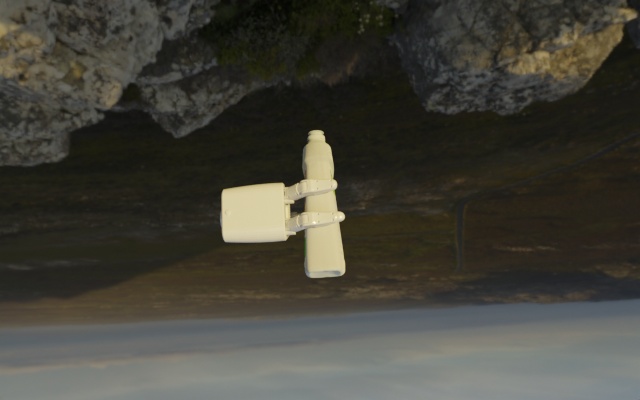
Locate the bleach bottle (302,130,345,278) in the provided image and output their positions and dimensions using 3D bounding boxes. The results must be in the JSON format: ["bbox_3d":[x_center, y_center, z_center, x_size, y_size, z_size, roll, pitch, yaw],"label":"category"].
[{"bbox_3d":[0.000,0.003,0.830,0.068,0.250,0.102,-4,-15,1],"label":"bleach bottle"}]
